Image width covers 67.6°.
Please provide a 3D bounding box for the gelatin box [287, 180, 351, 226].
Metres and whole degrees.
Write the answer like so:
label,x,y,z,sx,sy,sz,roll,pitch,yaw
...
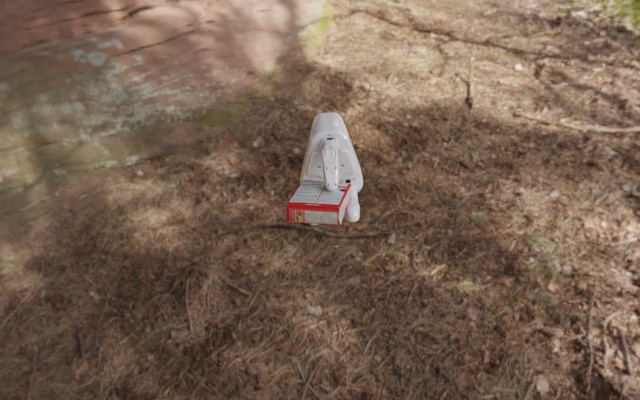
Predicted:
label,x,y,z,sx,sy,sz,roll,pitch,yaw
gelatin box,0.000,0.002,0.664,0.073,0.030,0.089,4,25,13
